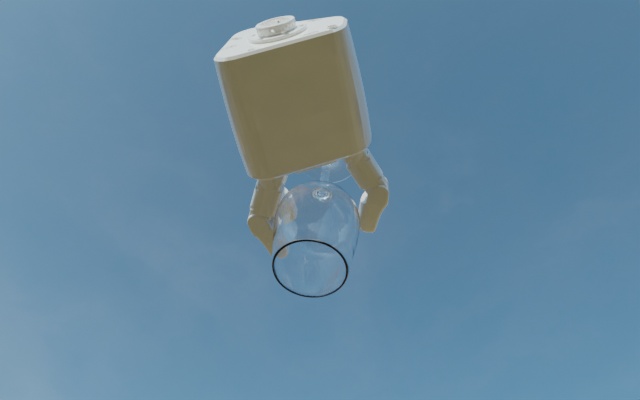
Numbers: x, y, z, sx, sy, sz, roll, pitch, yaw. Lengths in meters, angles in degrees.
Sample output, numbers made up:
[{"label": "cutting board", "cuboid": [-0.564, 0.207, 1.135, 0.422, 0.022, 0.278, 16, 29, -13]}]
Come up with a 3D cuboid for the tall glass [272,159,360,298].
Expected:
[{"label": "tall glass", "cuboid": [0.000, 0.001, 0.464, 0.079, 0.079, 0.201, 0, 33, 6]}]
